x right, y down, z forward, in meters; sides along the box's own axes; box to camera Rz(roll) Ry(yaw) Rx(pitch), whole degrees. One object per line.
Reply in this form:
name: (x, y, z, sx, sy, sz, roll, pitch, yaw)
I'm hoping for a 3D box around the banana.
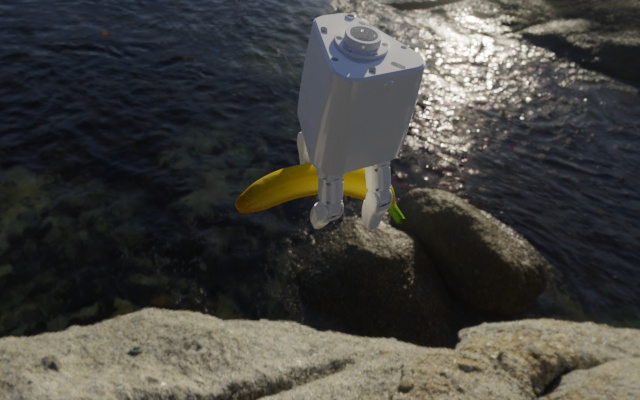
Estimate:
banana: (0.003, -0.014, 0.552, 0.198, 0.069, 0.037, 3, -33, -9)
